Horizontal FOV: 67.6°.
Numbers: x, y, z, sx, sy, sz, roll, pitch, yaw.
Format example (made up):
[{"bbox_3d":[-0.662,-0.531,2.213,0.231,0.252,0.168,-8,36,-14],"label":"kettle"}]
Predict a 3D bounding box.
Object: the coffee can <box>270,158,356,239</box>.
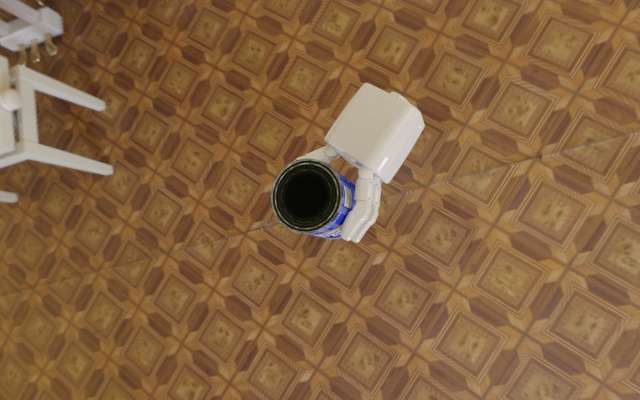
[{"bbox_3d":[0.000,0.002,0.704,0.103,0.103,0.140,0,-7,17],"label":"coffee can"}]
